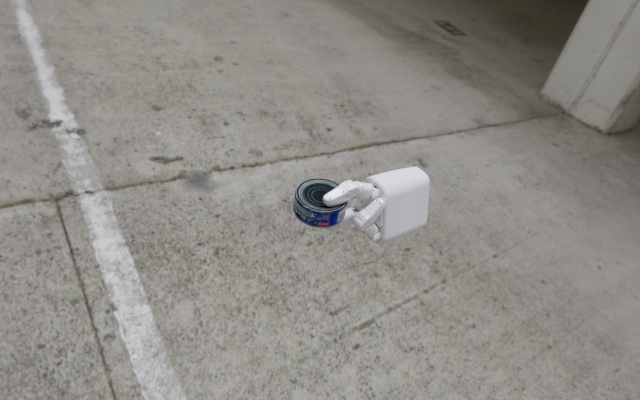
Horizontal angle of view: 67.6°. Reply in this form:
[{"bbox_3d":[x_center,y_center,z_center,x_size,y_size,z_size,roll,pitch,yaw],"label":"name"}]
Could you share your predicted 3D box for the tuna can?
[{"bbox_3d":[0.000,0.002,0.761,0.086,0.034,0.086,6,41,-5],"label":"tuna can"}]
